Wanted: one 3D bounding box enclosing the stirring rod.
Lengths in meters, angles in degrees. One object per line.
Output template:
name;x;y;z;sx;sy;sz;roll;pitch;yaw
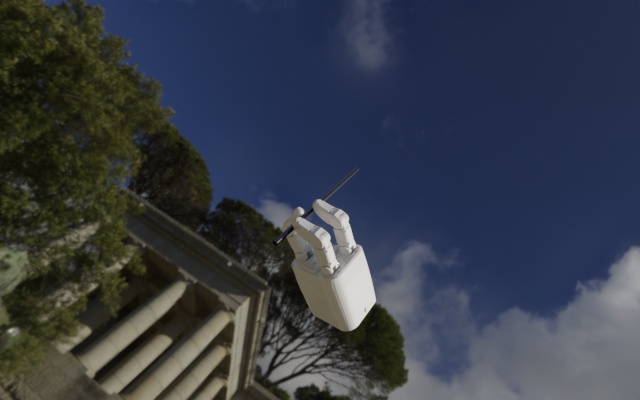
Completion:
stirring rod;0.000;0.003;0.761;0.011;0.011;0.239;0;29;38
